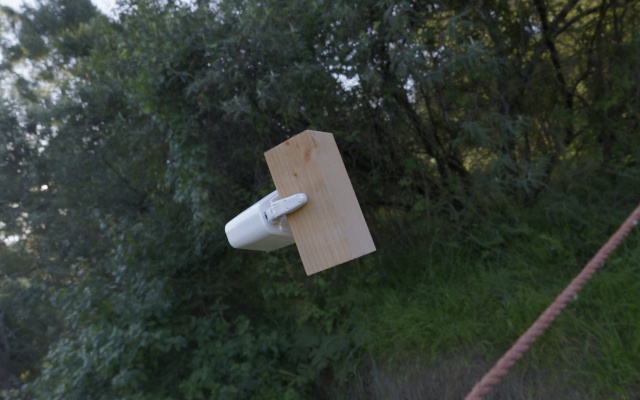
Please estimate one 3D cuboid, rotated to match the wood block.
[{"bbox_3d":[0.000,0.003,0.761,0.090,0.206,0.091,-24,-8,28],"label":"wood block"}]
